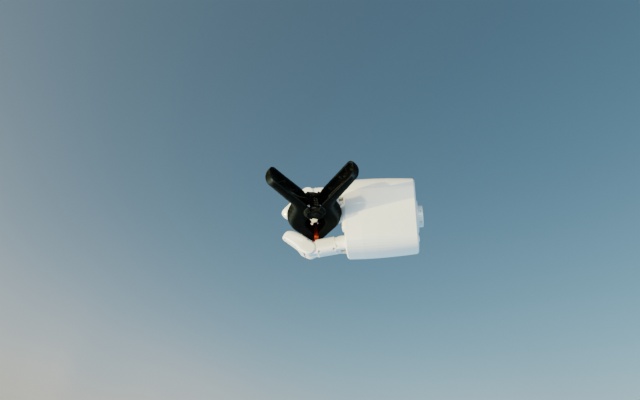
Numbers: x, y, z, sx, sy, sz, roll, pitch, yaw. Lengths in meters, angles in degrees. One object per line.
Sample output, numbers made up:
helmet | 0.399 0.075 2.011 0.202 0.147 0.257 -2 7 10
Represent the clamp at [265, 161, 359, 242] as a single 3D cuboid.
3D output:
clamp | 0.000 0.003 0.672 0.120 0.039 0.172 -5 -33 9
